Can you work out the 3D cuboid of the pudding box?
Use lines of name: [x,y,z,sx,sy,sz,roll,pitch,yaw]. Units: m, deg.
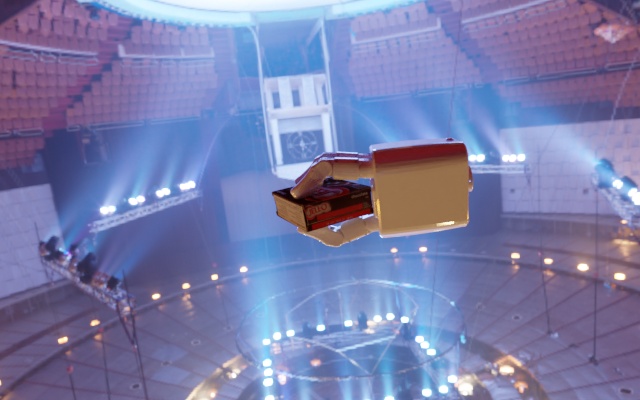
pudding box: [0.000,0.002,0.596,0.090,0.039,0.113,-14,12,-22]
